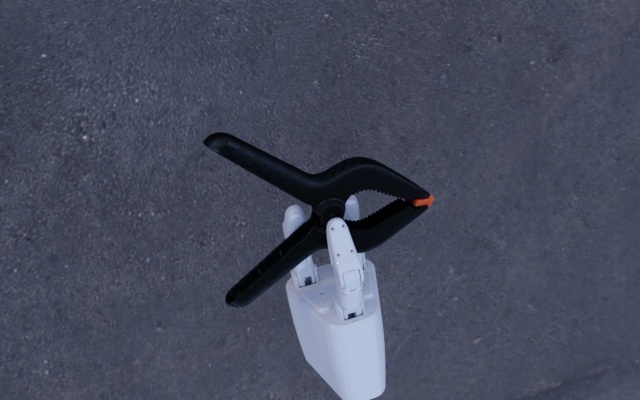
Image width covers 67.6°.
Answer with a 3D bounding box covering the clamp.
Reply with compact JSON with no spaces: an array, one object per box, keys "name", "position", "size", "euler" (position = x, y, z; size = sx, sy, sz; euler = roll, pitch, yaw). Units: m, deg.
[{"name":"clamp","position":[0.001,0.002,0.432],"size":[0.210,0.165,0.036],"euler":[-14,26,-10]}]
